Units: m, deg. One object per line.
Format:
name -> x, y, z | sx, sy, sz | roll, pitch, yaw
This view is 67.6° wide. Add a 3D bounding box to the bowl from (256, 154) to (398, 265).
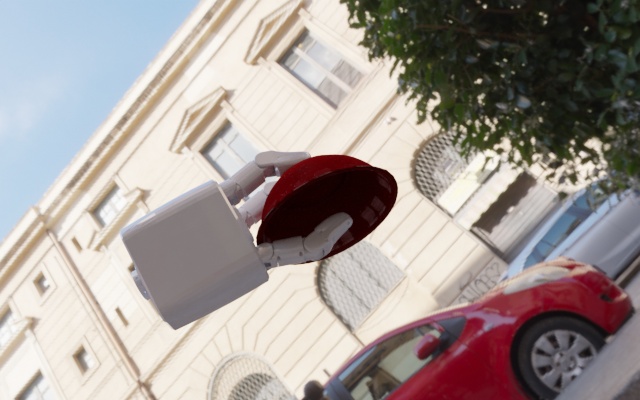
bowl -> 0.001, 0.001, 0.515 | 0.162, 0.055, 0.162 | -19, -33, -13
